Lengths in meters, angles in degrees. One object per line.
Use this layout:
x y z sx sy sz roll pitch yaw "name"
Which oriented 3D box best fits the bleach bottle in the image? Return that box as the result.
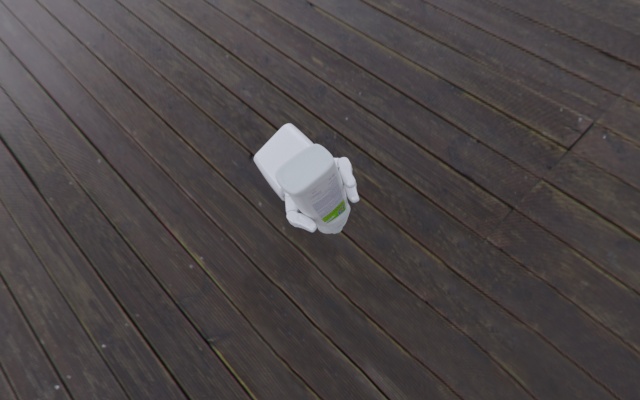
0.000 0.003 0.888 0.102 0.068 0.251 -38 -30 -8 "bleach bottle"
